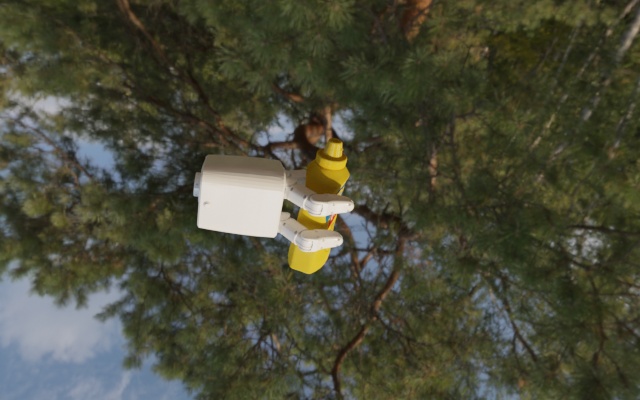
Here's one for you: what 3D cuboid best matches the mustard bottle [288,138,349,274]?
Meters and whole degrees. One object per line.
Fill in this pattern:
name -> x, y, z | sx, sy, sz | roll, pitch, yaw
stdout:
mustard bottle -> 0.000, 0.002, 0.670 | 0.058, 0.192, 0.096 | 19, 31, 10
